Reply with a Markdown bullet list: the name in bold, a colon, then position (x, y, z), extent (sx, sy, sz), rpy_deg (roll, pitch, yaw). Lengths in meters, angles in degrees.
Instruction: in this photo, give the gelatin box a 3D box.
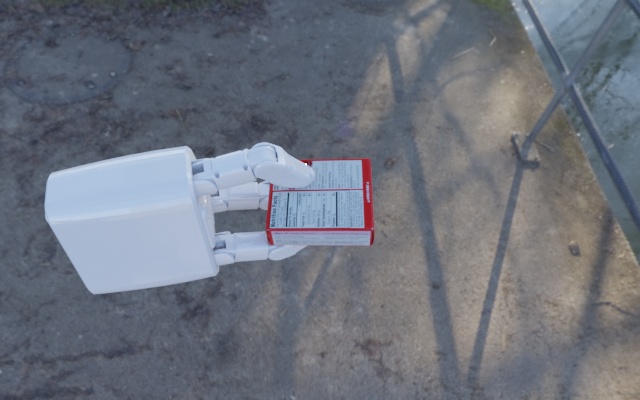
- **gelatin box**: position (0.000, 0.001, 0.407), extent (0.089, 0.073, 0.030), rpy_deg (-1, -34, 3)
